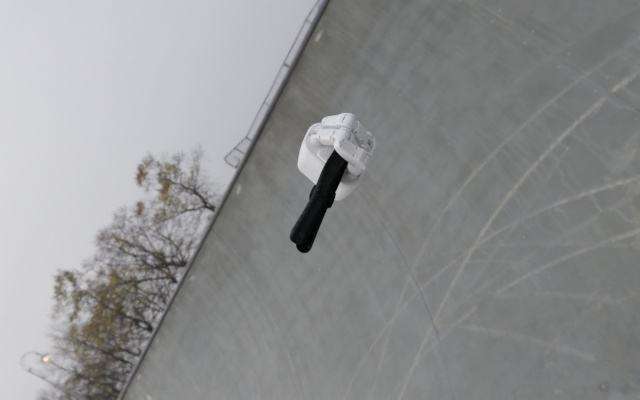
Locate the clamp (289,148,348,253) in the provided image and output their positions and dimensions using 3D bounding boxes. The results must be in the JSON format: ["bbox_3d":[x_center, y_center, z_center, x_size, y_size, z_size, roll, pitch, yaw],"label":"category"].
[{"bbox_3d":[0.000,0.002,0.711,0.039,0.171,0.120,28,-19,2],"label":"clamp"}]
